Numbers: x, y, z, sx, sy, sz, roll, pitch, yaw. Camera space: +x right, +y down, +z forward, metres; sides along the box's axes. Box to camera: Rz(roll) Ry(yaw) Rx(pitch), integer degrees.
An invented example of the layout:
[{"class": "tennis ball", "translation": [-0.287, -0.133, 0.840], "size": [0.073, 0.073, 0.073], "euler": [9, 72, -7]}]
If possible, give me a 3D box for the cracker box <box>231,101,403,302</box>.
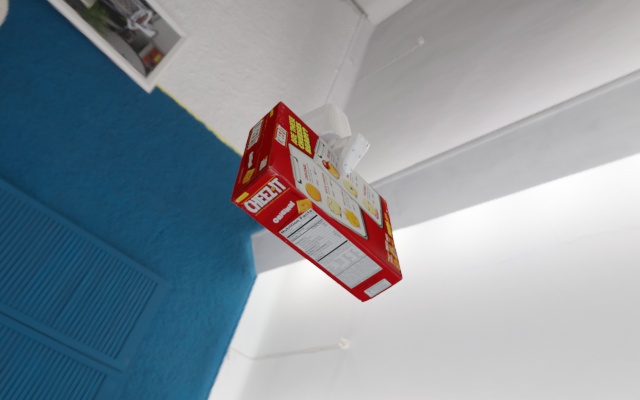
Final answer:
[{"class": "cracker box", "translation": [0.000, 0.002, 0.586], "size": [0.072, 0.214, 0.164], "euler": [-39, 26, 23]}]
